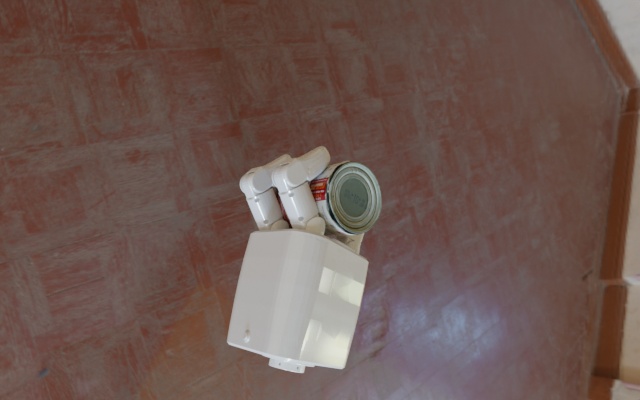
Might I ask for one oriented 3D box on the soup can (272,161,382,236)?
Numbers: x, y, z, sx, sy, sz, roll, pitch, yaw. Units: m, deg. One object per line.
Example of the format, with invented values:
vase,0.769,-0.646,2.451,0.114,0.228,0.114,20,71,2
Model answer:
soup can,0.000,0.001,0.462,0.068,0.068,0.102,0,-5,-39
